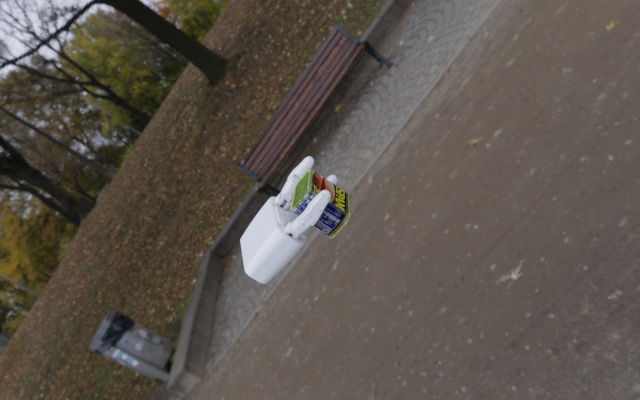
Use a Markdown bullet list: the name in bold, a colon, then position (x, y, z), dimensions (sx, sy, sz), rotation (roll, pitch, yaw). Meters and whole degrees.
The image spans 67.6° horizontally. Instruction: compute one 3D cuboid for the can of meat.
- **can of meat**: position (0.000, 0.002, 0.800), dimensions (0.084, 0.057, 0.102), rotation (34, 26, -15)
